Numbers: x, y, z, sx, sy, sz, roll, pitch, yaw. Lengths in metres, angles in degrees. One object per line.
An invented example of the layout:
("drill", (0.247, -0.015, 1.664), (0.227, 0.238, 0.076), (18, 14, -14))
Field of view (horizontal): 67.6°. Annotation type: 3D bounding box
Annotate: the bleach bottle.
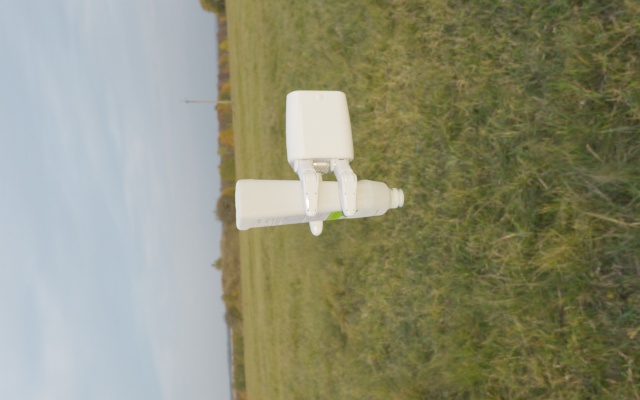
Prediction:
("bleach bottle", (0.000, 0.002, 0.724), (0.251, 0.068, 0.102), (-2, -11, -12))
